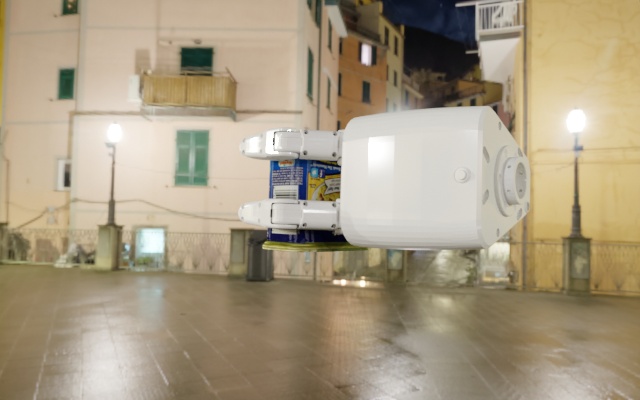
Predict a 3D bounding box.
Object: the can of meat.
[{"bbox_3d":[0.000,0.001,0.421,0.057,0.084,0.102,0,-3,43],"label":"can of meat"}]
